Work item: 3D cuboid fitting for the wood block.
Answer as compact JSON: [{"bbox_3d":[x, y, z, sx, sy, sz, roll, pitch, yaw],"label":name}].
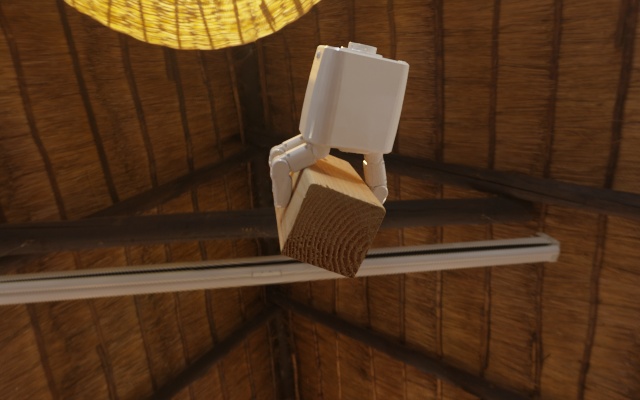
[{"bbox_3d":[0.001,0.002,0.603,0.091,0.090,0.206,20,15,-14],"label":"wood block"}]
